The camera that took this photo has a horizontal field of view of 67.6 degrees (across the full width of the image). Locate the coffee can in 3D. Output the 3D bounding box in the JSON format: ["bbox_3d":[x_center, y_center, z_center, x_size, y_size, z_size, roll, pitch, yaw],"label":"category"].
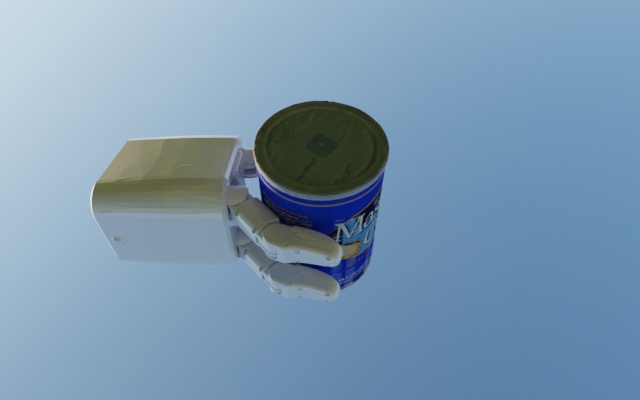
[{"bbox_3d":[0.000,0.001,0.413,0.103,0.102,0.140,0,-40,0],"label":"coffee can"}]
